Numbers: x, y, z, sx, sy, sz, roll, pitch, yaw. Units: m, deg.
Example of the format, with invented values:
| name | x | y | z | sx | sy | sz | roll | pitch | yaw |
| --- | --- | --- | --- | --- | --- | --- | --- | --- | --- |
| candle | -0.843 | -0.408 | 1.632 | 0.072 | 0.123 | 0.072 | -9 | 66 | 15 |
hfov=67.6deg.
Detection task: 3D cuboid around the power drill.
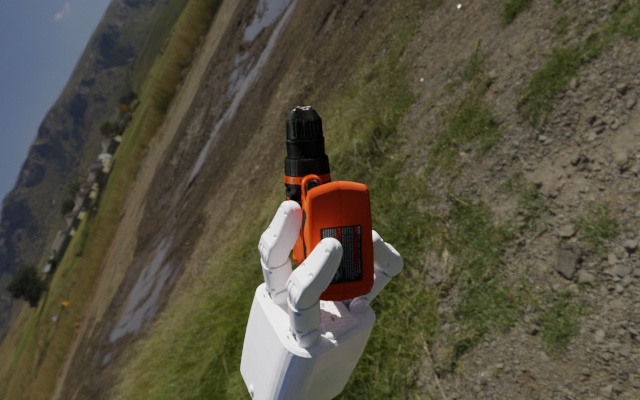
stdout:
| name | x | y | z | sx | sy | sz | roll | pitch | yaw |
| --- | --- | --- | --- | --- | --- | --- | --- | --- | --- |
| power drill | 0.000 | 0.002 | 0.473 | 0.057 | 0.184 | 0.187 | -7 | 14 | -8 |
